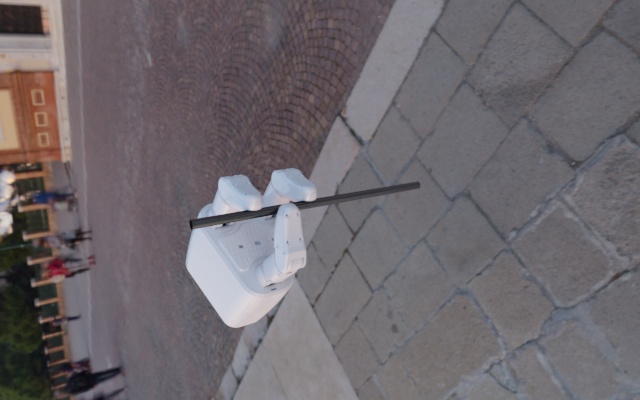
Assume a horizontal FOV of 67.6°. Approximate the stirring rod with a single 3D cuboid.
[{"bbox_3d":[0.000,0.001,0.436,0.239,0.011,0.011,-10,5,-31],"label":"stirring rod"}]
